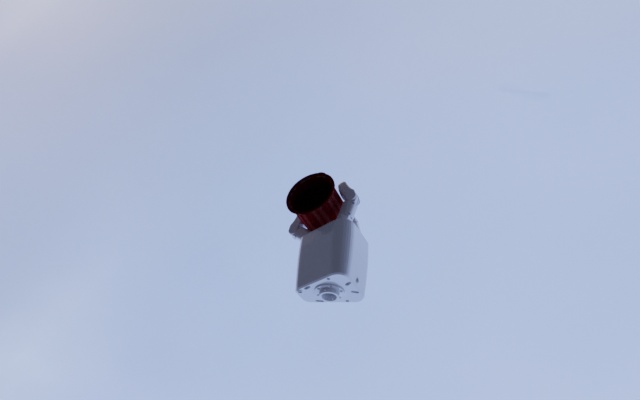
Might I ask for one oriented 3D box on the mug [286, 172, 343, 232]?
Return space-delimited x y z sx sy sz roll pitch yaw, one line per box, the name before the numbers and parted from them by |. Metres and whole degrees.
mug | 0.000 0.002 0.854 0.093 0.117 0.081 -12 -44 24
